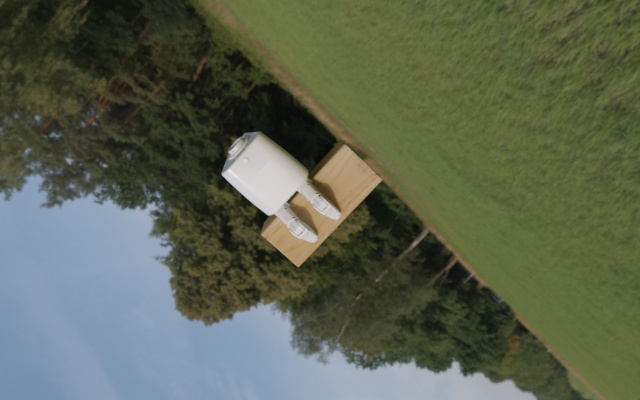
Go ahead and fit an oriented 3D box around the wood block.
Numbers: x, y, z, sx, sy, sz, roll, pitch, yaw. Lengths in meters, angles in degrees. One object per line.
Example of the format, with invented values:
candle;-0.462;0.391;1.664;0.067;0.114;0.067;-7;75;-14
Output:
wood block;0.000;0.003;0.836;0.090;0.206;0.091;42;7;-10
